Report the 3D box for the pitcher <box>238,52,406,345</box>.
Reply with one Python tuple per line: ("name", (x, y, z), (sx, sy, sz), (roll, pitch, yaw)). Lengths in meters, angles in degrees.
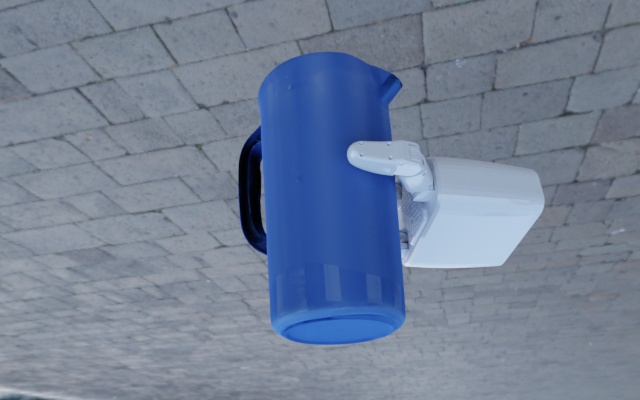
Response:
("pitcher", (0.000, 0.001, 0.438), (0.145, 0.242, 0.149), (4, -29, -13))
